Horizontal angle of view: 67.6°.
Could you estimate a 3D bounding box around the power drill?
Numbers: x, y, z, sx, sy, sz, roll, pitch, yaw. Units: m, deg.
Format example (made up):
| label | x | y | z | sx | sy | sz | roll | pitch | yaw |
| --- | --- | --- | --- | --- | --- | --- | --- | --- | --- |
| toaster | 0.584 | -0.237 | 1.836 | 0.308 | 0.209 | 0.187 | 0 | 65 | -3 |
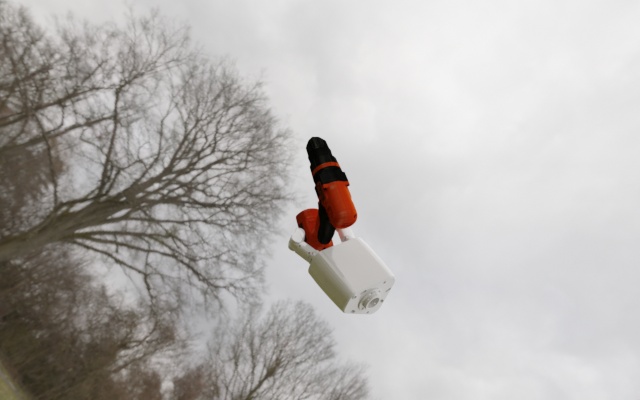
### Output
| label | x | y | z | sx | sy | sz | roll | pitch | yaw |
| --- | --- | --- | --- | --- | --- | --- | --- | --- | --- |
| power drill | 0.000 | 0.003 | 0.867 | 0.057 | 0.184 | 0.188 | -8 | -32 | -18 |
